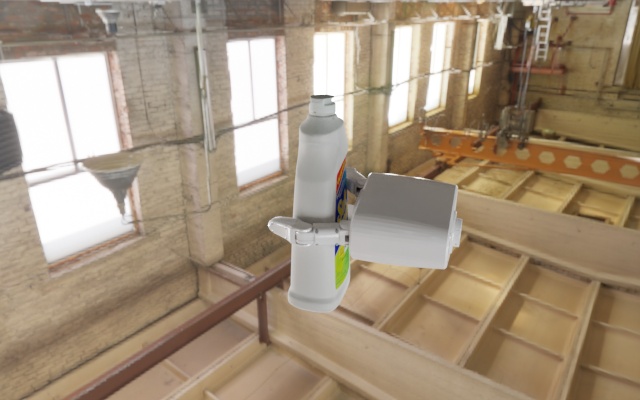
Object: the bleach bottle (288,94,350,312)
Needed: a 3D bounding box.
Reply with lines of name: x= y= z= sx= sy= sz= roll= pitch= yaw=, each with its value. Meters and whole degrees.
bleach bottle: x=0.000 y=0.002 z=0.577 sx=0.068 sy=0.251 sz=0.102 roll=7 pitch=24 yaw=17
